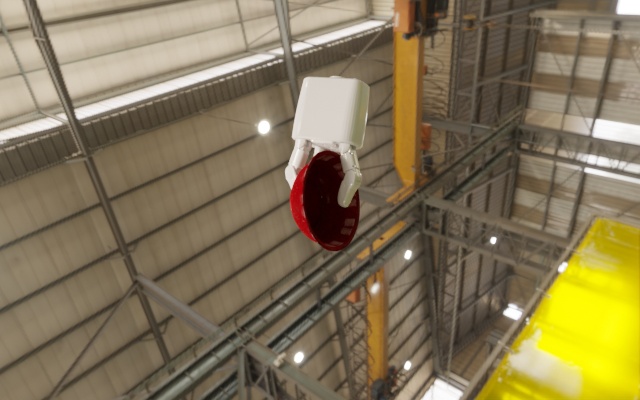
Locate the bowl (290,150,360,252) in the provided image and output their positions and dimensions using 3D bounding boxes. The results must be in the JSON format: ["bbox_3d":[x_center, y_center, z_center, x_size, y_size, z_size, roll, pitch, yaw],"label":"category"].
[{"bbox_3d":[0.000,0.004,0.771,0.055,0.162,0.162,-6,-4,35],"label":"bowl"}]
